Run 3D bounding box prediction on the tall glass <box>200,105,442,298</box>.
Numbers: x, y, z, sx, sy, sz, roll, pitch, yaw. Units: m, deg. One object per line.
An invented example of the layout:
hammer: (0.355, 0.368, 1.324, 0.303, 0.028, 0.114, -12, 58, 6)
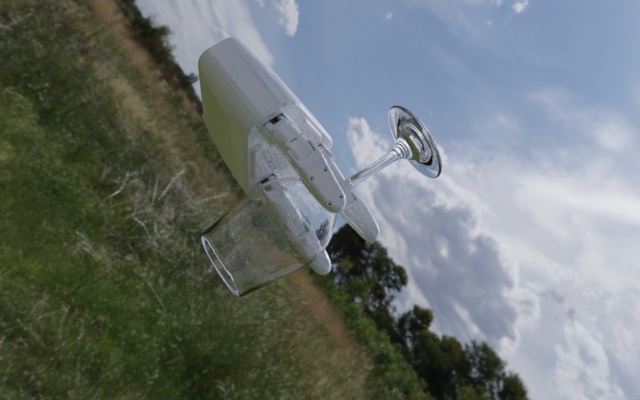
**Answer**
tall glass: (0.001, 0.001, 0.407, 0.201, 0.079, 0.079, -33, 5, -8)
